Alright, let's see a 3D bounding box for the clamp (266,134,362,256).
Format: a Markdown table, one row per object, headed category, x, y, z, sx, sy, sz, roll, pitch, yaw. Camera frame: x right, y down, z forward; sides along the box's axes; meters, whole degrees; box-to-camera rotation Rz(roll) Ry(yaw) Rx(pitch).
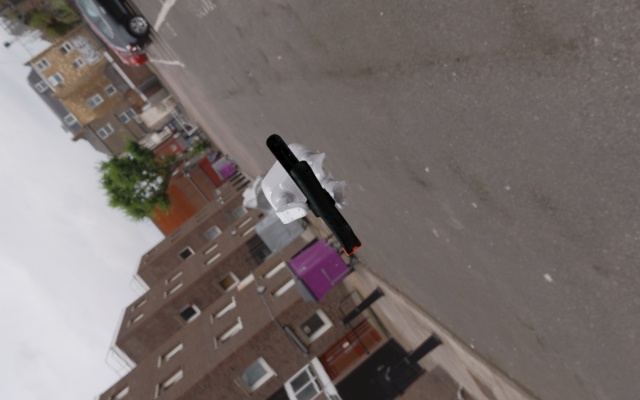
| category | x | y | z | sx | sy | sz | roll | pitch | yaw |
| --- | --- | --- | --- | --- | --- | --- | --- | --- | --- |
| clamp | 0.000 | 0.003 | 0.679 | 0.036 | 0.210 | 0.164 | -37 | 20 | -2 |
